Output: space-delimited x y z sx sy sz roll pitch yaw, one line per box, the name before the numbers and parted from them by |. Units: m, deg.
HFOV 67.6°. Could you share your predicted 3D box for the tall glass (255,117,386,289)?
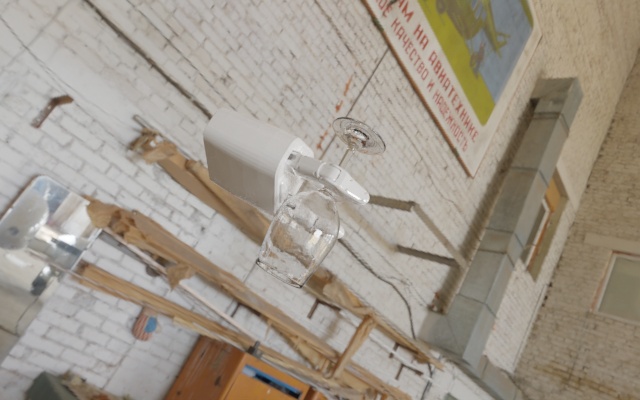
tall glass | 0.001 0.001 0.566 0.079 0.201 0.079 27 -17 9
